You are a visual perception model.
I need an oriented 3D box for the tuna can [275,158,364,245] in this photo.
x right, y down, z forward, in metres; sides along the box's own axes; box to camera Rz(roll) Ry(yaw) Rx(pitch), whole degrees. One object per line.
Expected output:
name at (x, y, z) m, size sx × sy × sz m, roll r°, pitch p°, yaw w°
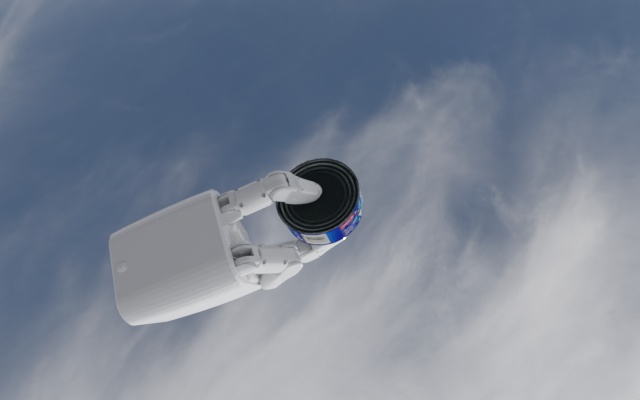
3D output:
tuna can at (0.000, 0.002, 0.485) m, size 0.086 × 0.086 × 0.034 m, roll 0°, pitch -28°, yaw 16°
